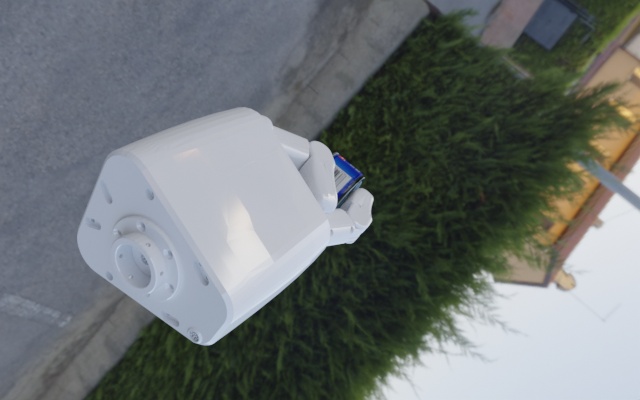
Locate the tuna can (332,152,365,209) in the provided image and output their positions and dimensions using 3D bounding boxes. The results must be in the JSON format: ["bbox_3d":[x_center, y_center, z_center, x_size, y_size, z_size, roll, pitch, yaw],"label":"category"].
[{"bbox_3d":[0.001,0.002,0.416,0.034,0.086,0.086,40,5,7],"label":"tuna can"}]
